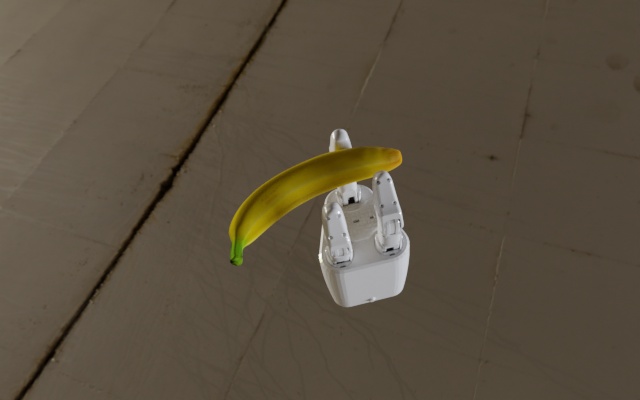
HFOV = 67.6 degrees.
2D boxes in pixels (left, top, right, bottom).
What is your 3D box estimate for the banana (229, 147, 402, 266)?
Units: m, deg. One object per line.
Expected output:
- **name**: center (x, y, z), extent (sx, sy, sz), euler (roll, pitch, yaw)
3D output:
- **banana**: center (-0.014, -0.008, 0.467), extent (0.198, 0.037, 0.069), euler (-33, 55, -16)
